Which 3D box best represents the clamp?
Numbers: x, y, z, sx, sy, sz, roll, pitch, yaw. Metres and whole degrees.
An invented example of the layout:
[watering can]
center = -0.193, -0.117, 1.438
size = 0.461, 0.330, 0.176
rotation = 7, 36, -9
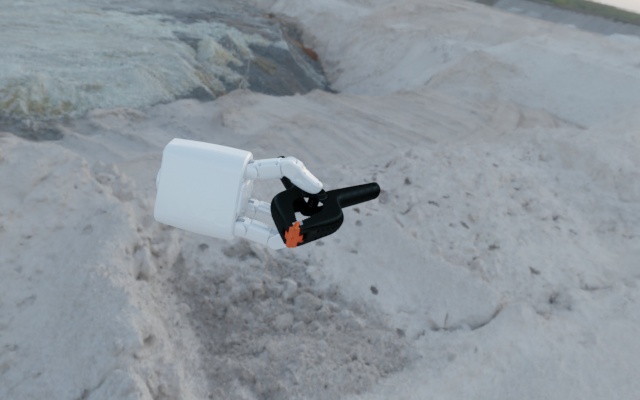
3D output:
[clamp]
center = 0.000, 0.002, 0.637
size = 0.164, 0.036, 0.210
rotation = 12, 27, 1
